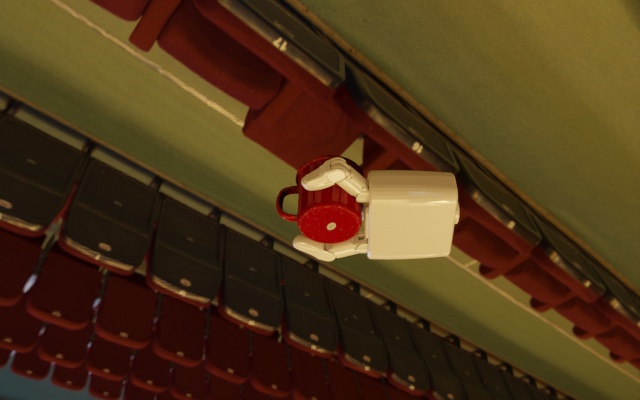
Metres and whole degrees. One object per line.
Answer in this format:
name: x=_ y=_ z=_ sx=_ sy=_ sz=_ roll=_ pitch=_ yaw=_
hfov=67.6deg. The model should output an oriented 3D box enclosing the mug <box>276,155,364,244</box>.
mug: x=-0.001 y=0.002 z=0.620 sx=0.117 sy=0.081 sz=0.093 roll=-1 pitch=-41 yaw=3
